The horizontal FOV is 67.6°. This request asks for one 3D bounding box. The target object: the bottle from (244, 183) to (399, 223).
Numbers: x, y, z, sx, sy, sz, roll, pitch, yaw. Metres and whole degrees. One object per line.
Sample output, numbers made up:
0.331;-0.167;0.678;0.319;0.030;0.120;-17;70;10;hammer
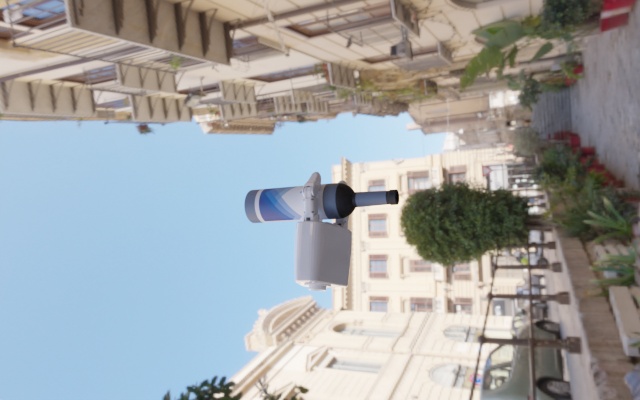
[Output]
0.000;0.003;0.891;0.296;0.069;0.069;-4;-2;24;bottle
